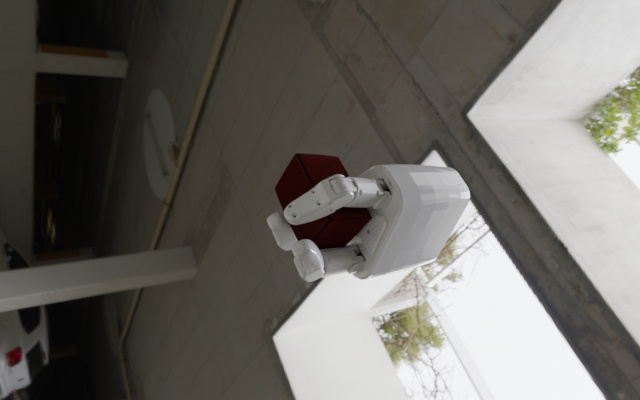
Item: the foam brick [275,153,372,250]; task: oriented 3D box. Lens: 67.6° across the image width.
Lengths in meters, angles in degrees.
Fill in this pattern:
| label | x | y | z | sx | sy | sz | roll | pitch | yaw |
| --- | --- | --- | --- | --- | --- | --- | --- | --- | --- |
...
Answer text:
| label | x | y | z | sx | sy | sz | roll | pitch | yaw |
| --- | --- | --- | --- | --- | --- | --- | --- | --- | --- |
| foam brick | 0.000 | 0.001 | 0.453 | 0.051 | 0.078 | 0.053 | -3 | -35 | -38 |
